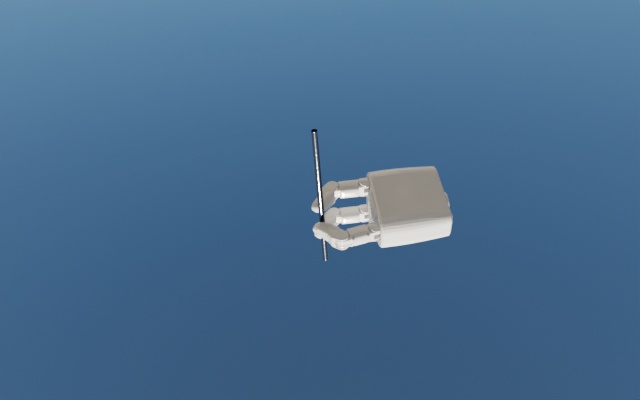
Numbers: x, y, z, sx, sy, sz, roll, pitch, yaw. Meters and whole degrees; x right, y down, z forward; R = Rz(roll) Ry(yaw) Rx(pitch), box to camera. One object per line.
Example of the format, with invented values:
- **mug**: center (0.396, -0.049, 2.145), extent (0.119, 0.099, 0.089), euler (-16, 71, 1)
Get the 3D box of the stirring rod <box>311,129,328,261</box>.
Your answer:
- **stirring rod**: center (0.000, 0.002, 0.681), extent (0.011, 0.240, 0.011), euler (-3, 41, 3)
